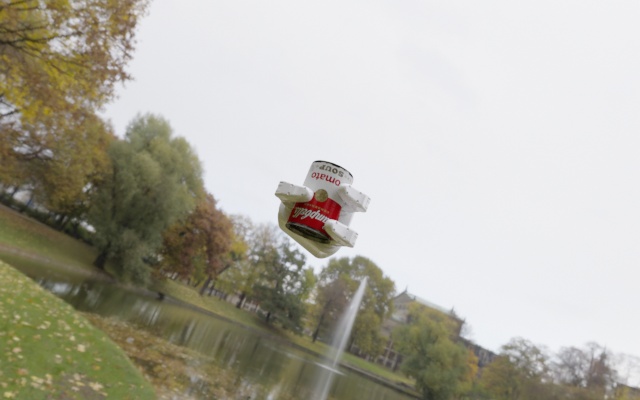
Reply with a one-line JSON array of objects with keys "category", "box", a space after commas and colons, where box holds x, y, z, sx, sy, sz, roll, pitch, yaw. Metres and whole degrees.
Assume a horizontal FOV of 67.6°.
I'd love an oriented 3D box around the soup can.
[{"category": "soup can", "box": [0.000, 0.002, 0.681, 0.068, 0.102, 0.068, 20, -16, 6]}]
